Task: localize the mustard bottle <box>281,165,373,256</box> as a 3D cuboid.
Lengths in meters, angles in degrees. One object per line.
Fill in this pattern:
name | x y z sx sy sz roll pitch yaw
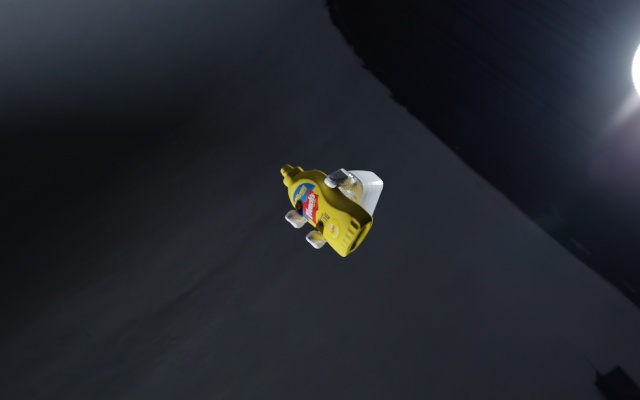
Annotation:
mustard bottle | 0.000 0.003 0.839 0.058 0.191 0.096 -30 -25 -39
